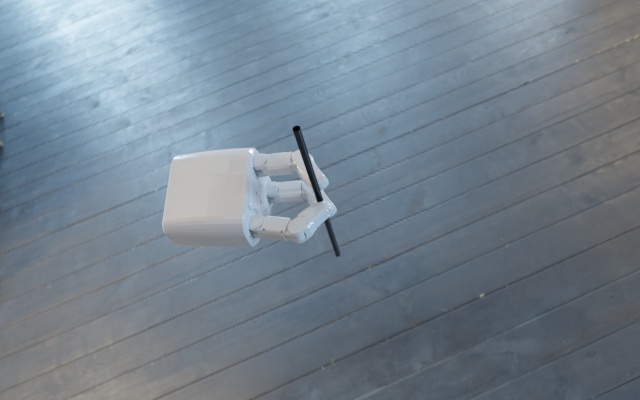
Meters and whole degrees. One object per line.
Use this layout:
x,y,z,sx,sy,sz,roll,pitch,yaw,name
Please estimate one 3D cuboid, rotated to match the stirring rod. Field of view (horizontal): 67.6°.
0.000,0.002,0.554,0.011,0.011,0.240,0,-36,14,stirring rod
